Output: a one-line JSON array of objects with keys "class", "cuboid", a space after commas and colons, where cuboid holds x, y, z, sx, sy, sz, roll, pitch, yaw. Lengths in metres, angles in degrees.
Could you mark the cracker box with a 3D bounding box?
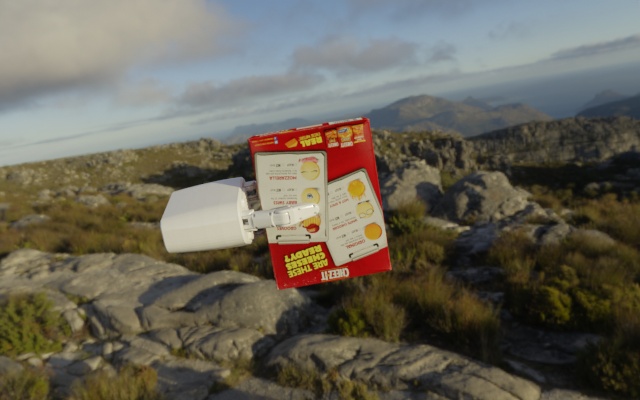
[{"class": "cracker box", "cuboid": [0.000, 0.002, 0.671, 0.164, 0.214, 0.072, -10, 12, 0]}]
